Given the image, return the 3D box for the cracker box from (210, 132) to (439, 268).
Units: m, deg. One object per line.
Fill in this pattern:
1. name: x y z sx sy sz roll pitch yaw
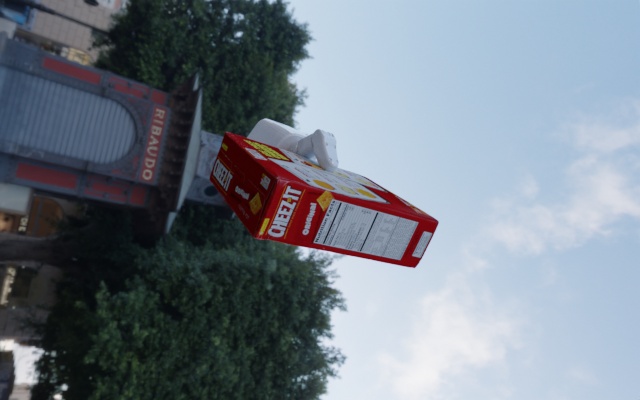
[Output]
1. cracker box: 0.000 0.002 0.548 0.214 0.072 0.164 14 14 -33
